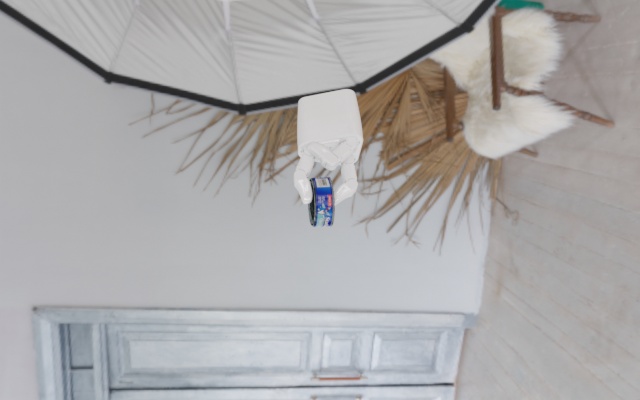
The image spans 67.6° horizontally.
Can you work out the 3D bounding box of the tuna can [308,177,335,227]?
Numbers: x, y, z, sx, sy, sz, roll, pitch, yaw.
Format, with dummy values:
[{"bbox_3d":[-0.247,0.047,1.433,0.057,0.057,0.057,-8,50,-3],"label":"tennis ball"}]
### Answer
[{"bbox_3d":[0.000,0.003,0.819,0.034,0.086,0.086,-2,0,-10],"label":"tuna can"}]
